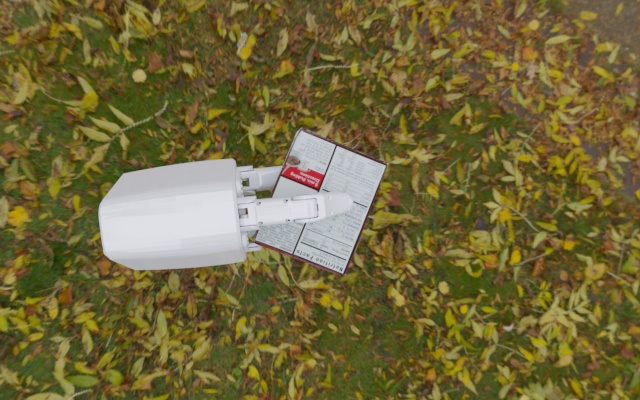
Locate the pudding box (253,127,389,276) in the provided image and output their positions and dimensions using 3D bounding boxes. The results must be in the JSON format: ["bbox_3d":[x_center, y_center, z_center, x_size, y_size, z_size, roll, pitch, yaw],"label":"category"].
[{"bbox_3d":[0.000,0.001,0.438,0.090,0.113,0.039,22,1,-5],"label":"pudding box"}]
